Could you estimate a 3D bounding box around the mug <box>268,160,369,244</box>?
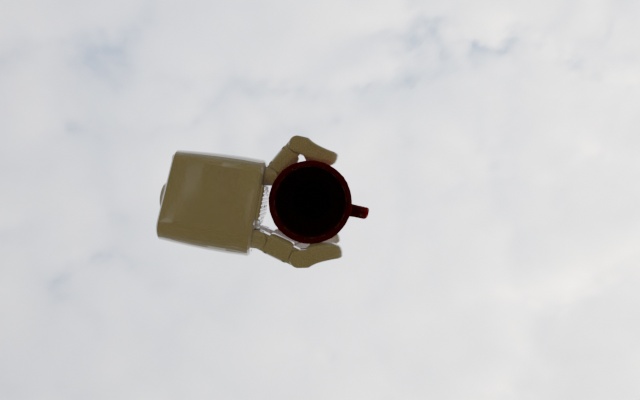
[{"bbox_3d":[0.002,0.002,0.568,0.117,0.093,0.081,10,3,-1],"label":"mug"}]
